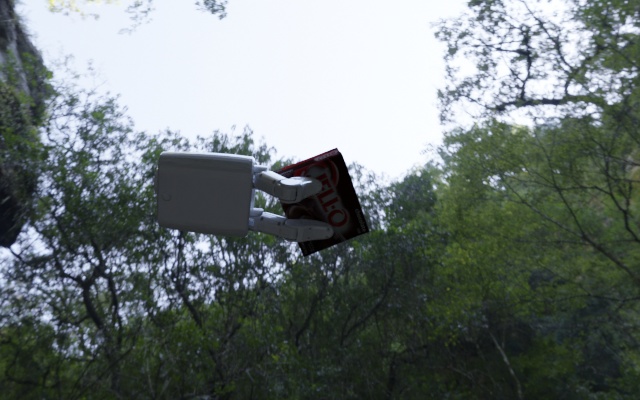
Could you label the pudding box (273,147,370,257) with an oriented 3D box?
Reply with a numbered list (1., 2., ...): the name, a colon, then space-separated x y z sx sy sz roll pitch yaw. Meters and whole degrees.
1. pudding box: 0.000 0.002 0.591 0.090 0.113 0.039 -21 24 1
